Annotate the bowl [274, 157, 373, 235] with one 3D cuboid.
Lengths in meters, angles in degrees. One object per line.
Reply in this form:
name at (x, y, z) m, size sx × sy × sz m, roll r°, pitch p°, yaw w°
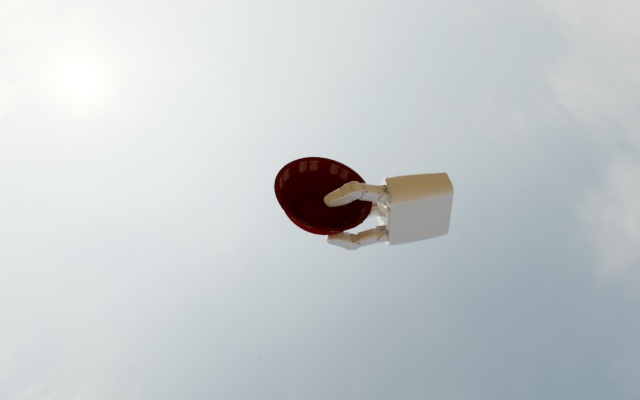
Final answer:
bowl at (-0.001, 0.003, 0.781) m, size 0.162 × 0.162 × 0.055 m, roll 0°, pitch -41°, yaw -17°
